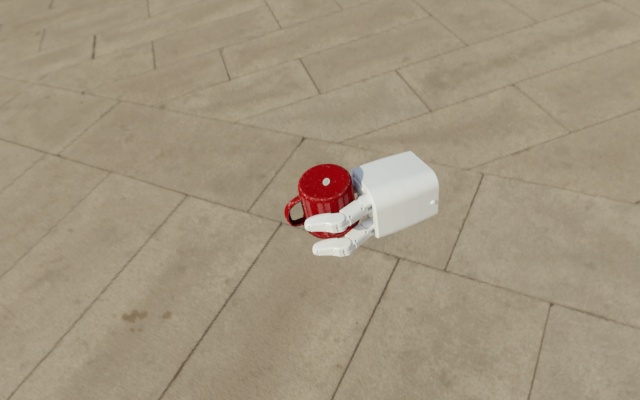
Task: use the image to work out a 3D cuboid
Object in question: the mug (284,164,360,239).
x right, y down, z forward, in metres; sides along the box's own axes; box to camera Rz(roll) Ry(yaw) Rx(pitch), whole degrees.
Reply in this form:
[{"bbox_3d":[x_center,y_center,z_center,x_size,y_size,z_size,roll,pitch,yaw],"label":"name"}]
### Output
[{"bbox_3d":[-0.001,0.003,0.726,0.117,0.082,0.093,-20,46,-7],"label":"mug"}]
